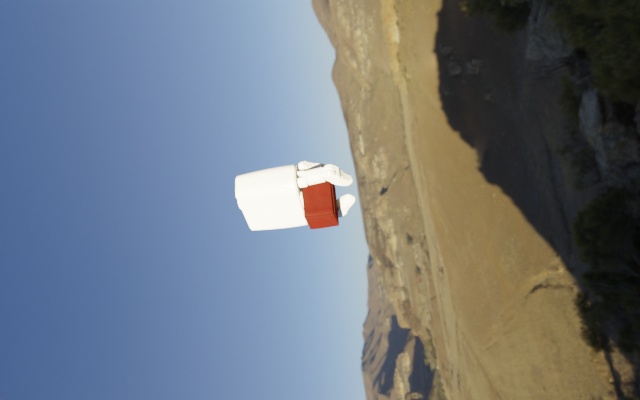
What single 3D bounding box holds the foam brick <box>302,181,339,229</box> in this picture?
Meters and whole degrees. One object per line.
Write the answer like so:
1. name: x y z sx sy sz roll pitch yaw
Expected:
1. foam brick: 0.000 0.003 0.811 0.051 0.078 0.053 -9 -29 7
